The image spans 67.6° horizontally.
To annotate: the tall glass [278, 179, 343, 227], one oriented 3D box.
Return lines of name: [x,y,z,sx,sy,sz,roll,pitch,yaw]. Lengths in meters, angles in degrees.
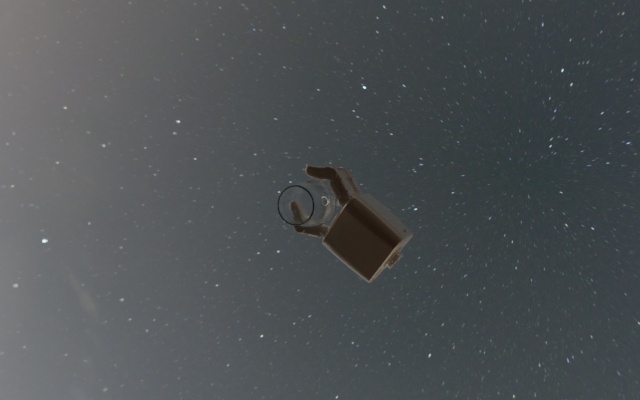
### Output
tall glass: [0.000,0.003,0.815,0.079,0.079,0.201,0,3,23]
